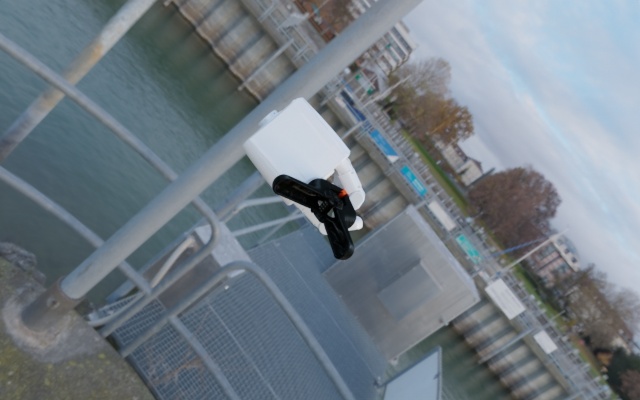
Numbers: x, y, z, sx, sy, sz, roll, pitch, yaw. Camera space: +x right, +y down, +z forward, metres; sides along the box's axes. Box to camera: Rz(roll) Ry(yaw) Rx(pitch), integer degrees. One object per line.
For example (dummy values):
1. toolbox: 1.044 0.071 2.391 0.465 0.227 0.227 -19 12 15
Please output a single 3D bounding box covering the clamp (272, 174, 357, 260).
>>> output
1. clamp: 0.001 0.002 0.594 0.039 0.120 0.171 -38 7 13
